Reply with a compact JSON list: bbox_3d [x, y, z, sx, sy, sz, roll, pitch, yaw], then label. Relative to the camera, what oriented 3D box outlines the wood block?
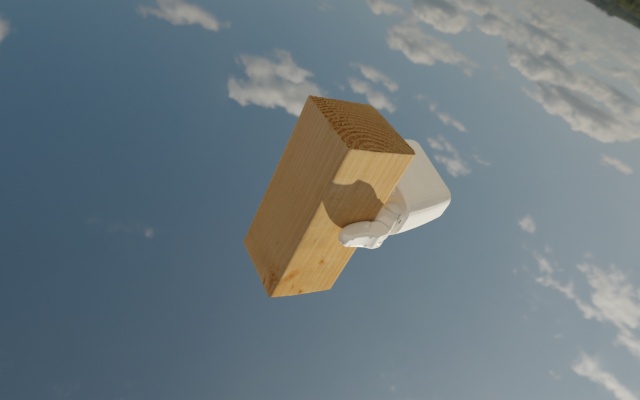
[{"bbox_3d":[0.000,0.002,0.523,0.090,0.206,0.090,0,41,-36],"label":"wood block"}]
